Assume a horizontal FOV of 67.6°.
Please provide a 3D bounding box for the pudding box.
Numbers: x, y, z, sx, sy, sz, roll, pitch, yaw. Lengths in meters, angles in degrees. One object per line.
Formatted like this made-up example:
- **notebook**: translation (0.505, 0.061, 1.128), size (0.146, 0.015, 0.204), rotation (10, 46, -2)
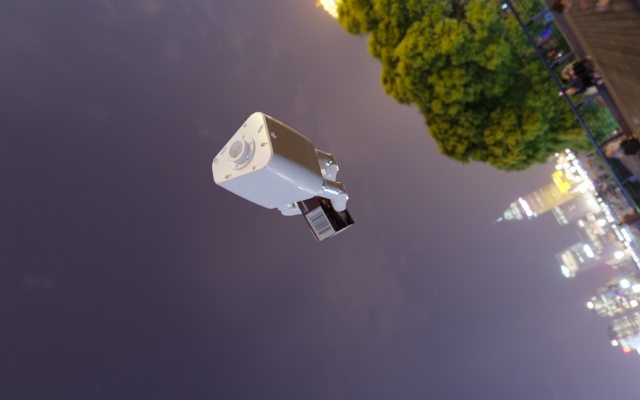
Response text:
- **pudding box**: translation (0.000, 0.003, 0.756), size (0.039, 0.113, 0.090), rotation (-30, -5, 24)
